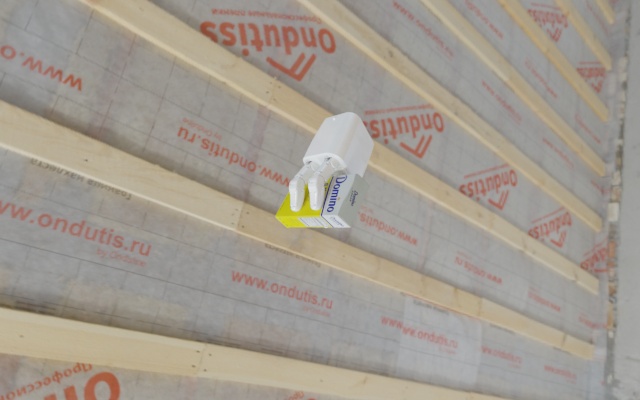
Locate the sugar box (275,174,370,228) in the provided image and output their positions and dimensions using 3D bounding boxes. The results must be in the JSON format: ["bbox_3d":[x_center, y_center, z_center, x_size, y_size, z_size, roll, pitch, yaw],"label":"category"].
[{"bbox_3d":[0.000,0.002,0.886,0.176,0.093,0.048,-7,-40,49],"label":"sugar box"}]
